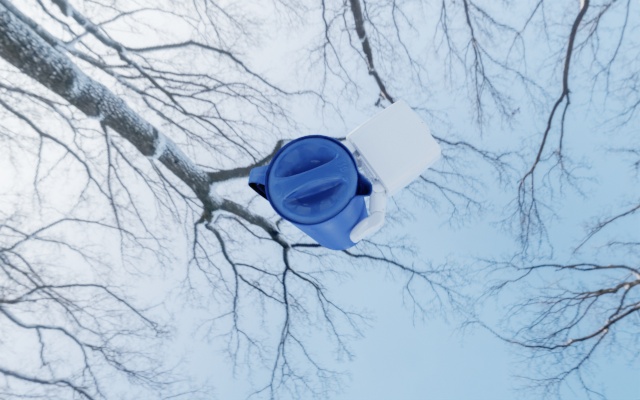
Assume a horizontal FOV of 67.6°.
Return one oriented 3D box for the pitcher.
[{"bbox_3d":[0.000,0.002,0.763,0.145,0.149,0.243,-37,-21,-1],"label":"pitcher"}]
